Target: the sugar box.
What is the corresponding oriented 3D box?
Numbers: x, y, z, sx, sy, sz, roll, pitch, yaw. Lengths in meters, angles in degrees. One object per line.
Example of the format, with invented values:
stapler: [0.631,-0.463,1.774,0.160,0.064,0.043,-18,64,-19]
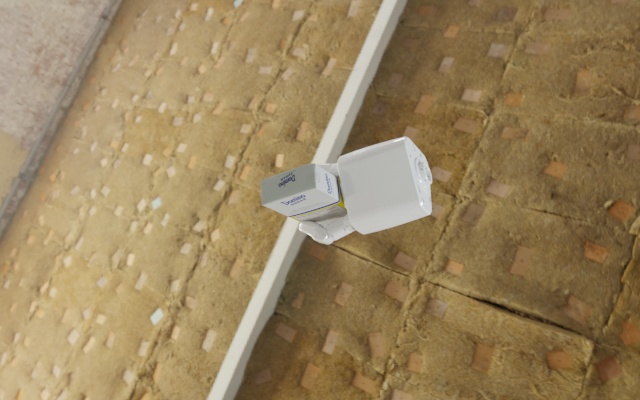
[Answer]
sugar box: [0.000,0.002,0.717,0.093,0.048,0.176,-17,-28,27]
